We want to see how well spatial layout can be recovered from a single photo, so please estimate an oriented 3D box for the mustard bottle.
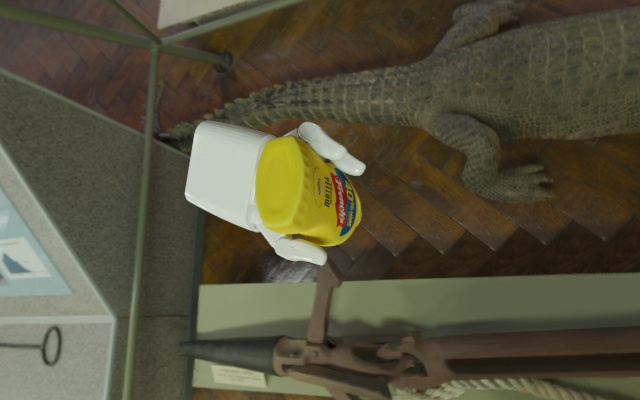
[{"bbox_3d":[0.000,0.002,0.545,0.058,0.096,0.192,-9,-17,25],"label":"mustard bottle"}]
